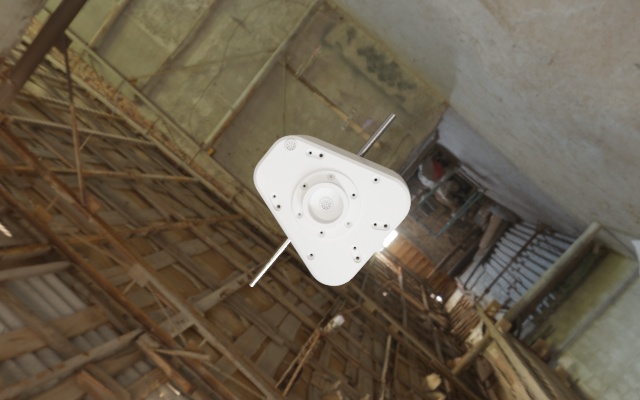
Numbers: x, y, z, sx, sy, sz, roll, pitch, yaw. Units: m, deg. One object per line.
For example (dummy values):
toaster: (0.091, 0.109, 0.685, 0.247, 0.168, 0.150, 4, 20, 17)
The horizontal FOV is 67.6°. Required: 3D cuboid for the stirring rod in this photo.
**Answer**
stirring rod: (0.000, 0.002, 0.515, 0.011, 0.239, 0.011, 39, 7, -6)
